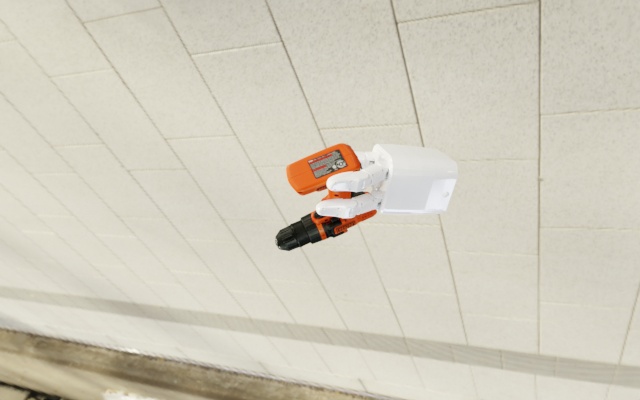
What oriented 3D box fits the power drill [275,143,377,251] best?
[{"bbox_3d":[0.000,0.002,0.751,0.184,0.057,0.188,-25,-29,-6],"label":"power drill"}]
